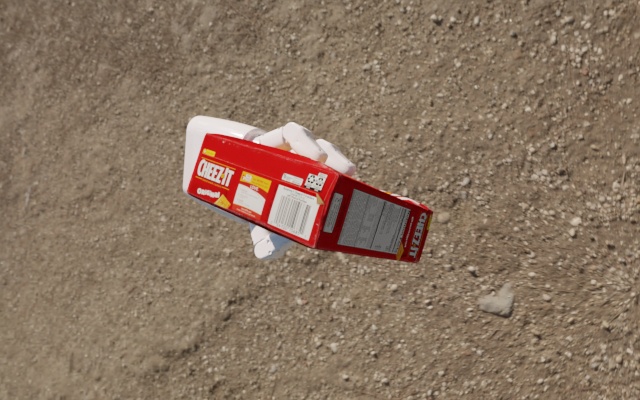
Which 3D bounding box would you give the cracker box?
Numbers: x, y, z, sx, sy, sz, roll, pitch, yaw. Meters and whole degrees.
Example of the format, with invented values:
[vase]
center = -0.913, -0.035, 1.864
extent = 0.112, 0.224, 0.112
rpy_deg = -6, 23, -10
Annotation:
[cracker box]
center = 0.000, 0.002, 0.497
extent = 0.164, 0.072, 0.214
rpy_deg = 19, 2, 35
